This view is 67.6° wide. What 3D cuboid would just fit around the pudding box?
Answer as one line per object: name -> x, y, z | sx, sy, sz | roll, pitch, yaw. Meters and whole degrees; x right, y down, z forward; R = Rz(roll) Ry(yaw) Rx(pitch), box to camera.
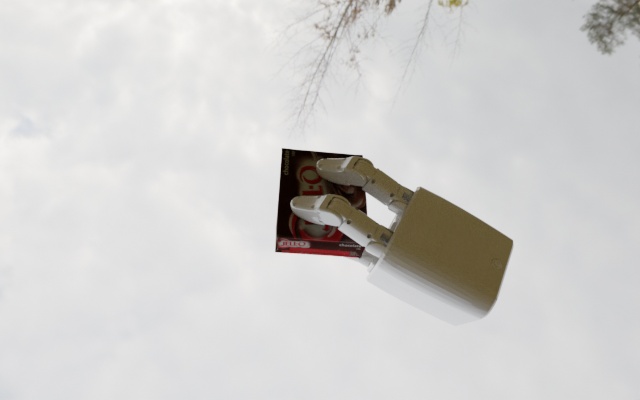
pudding box -> 0.000, 0.002, 0.495 | 0.090, 0.113, 0.039 | 5, -36, -8
